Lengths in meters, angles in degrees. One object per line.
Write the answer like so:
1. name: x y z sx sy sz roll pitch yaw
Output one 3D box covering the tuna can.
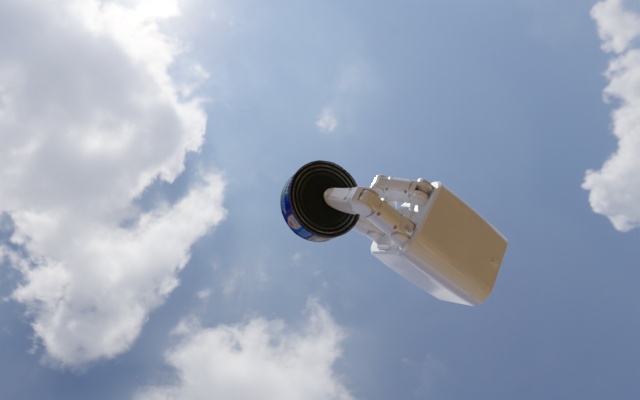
1. tuna can: 0.000 0.002 0.523 0.086 0.086 0.034 0 -15 -26
